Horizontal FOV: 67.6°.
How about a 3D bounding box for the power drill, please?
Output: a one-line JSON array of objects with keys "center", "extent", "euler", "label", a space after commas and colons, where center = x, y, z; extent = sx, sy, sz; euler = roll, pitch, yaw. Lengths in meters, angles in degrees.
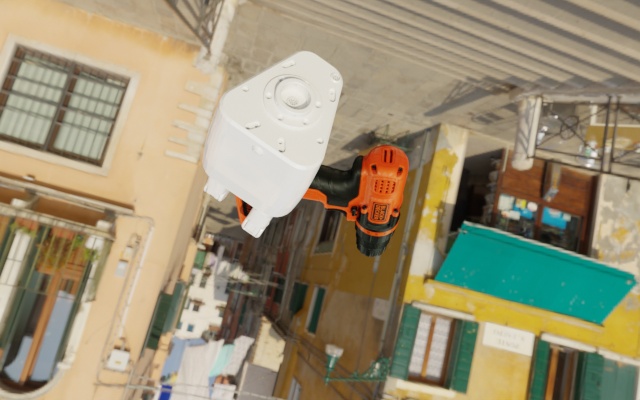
[{"center": [0.000, 0.002, 0.555], "extent": [0.187, 0.057, 0.185], "euler": [5, -38, 2], "label": "power drill"}]
